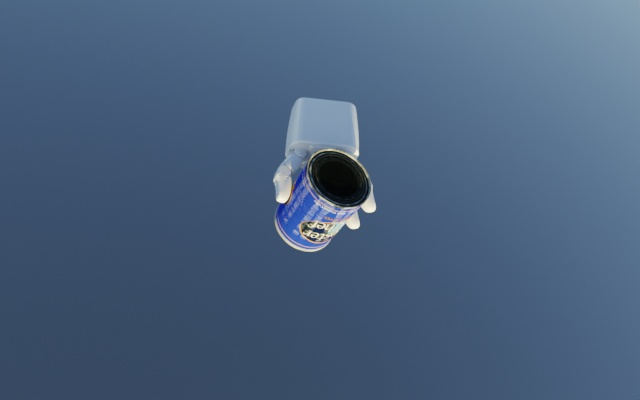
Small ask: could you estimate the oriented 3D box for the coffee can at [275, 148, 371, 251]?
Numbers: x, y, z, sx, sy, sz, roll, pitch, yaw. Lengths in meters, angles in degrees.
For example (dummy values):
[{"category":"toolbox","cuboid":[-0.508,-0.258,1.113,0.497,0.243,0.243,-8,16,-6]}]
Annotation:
[{"category":"coffee can","cuboid":[0.000,0.003,0.733,0.103,0.102,0.140,0,-31,-27]}]
